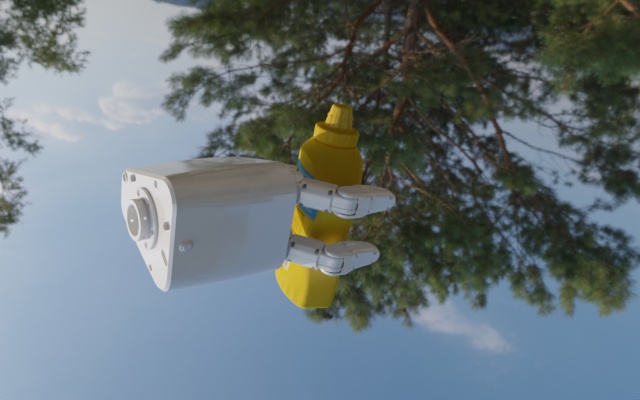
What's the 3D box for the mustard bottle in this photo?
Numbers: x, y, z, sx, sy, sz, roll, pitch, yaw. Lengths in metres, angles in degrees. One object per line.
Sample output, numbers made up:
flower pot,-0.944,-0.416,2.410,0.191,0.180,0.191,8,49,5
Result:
mustard bottle,0.000,0.002,0.464,0.058,0.192,0.096,4,24,-19
